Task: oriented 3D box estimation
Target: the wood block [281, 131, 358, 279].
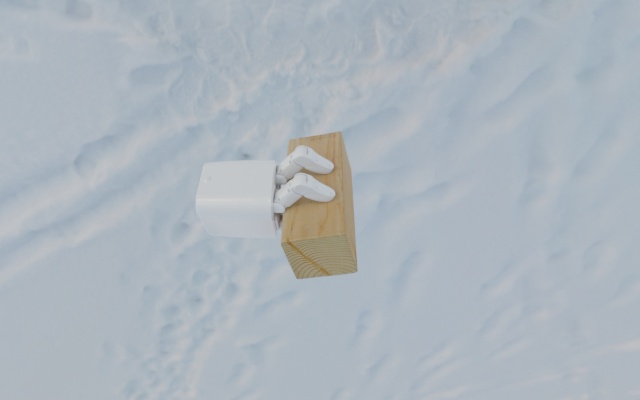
[{"bbox_3d":[0.000,0.003,0.711,0.090,0.206,0.091,-8,-43,9],"label":"wood block"}]
